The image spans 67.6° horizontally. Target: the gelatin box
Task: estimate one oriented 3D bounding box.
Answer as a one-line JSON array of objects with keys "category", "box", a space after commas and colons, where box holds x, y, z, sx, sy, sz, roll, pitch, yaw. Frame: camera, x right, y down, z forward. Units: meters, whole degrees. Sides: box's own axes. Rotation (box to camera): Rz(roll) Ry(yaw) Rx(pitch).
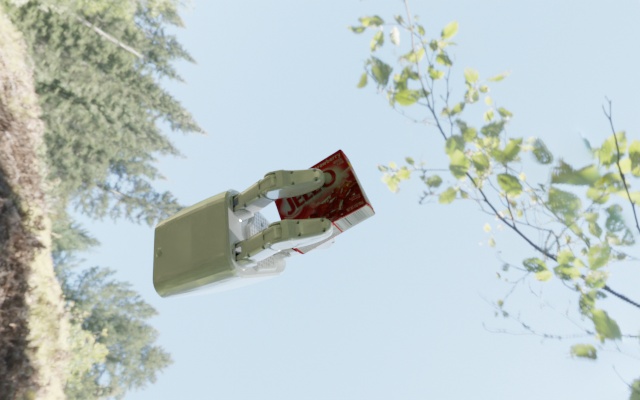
[{"category": "gelatin box", "box": [0.001, 0.002, 0.483, 0.089, 0.073, 0.030, -30, -34, 11]}]
